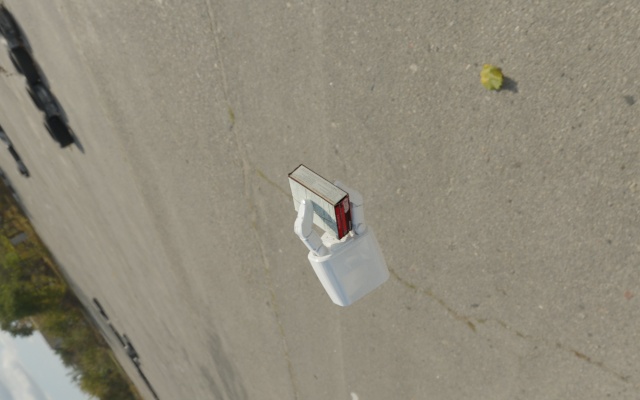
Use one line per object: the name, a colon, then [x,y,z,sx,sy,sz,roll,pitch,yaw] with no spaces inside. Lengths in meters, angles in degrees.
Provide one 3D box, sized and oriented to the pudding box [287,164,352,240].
pudding box: [0.000,0.003,0.792,0.113,0.090,0.039,32,59,31]
